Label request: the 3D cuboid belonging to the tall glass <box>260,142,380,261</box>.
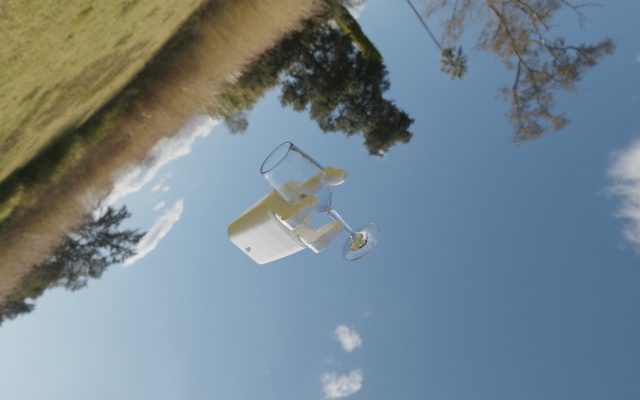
[{"bbox_3d":[0.001,0.003,0.721,0.201,0.079,0.079,45,-23,-24],"label":"tall glass"}]
